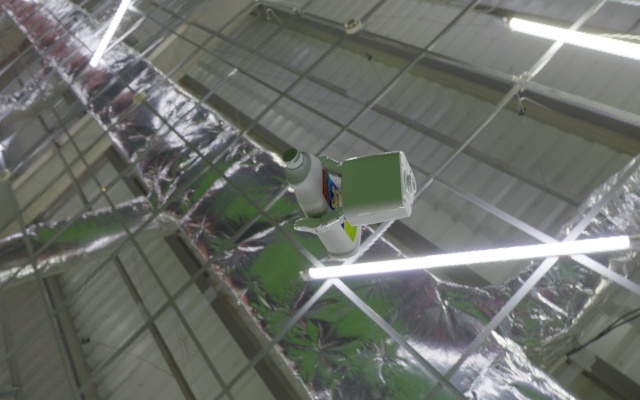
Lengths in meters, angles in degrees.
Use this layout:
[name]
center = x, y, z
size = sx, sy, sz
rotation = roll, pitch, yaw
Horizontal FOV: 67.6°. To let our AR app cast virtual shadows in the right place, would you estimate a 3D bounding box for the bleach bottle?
[bleach bottle]
center = 0.000, 0.003, 0.862
size = 0.068, 0.102, 0.251
rotation = -8, -38, 25
